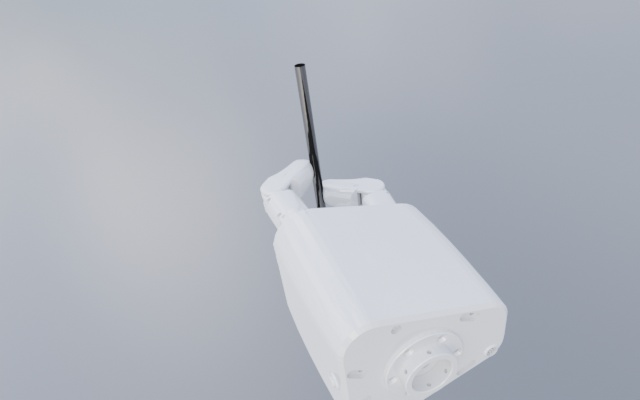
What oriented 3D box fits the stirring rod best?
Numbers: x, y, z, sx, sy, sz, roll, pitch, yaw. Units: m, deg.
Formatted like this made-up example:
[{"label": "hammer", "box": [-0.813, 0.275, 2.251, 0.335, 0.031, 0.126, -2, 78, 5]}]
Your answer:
[{"label": "stirring rod", "box": [0.000, 0.001, 0.410, 0.011, 0.240, 0.011, -6, 34, 4]}]
